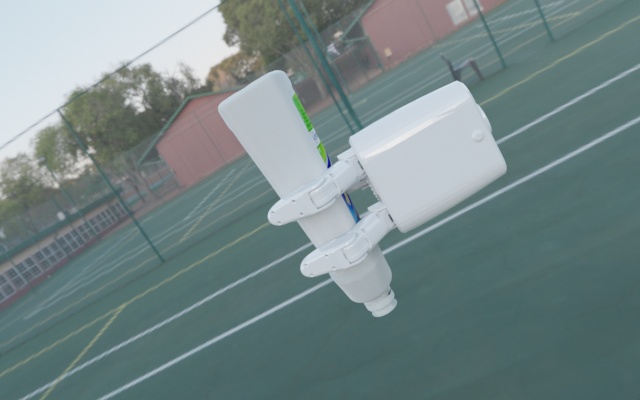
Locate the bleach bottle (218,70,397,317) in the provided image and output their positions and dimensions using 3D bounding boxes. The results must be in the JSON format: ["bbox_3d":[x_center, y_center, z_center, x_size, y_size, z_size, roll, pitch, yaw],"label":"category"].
[{"bbox_3d":[0.000,0.002,0.460,0.068,0.251,0.102,-30,13,7],"label":"bleach bottle"}]
